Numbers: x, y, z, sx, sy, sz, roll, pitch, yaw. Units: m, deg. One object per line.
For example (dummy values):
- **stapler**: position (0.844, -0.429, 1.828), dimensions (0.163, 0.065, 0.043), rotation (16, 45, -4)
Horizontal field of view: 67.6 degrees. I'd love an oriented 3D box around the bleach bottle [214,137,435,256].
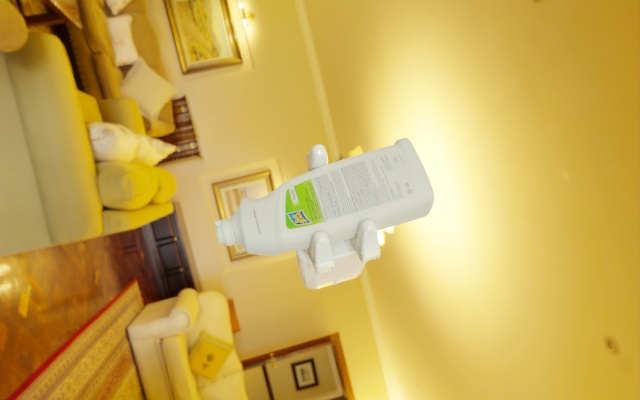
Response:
- **bleach bottle**: position (0.000, 0.002, 0.567), dimensions (0.251, 0.102, 0.068), rotation (-14, -29, -9)
